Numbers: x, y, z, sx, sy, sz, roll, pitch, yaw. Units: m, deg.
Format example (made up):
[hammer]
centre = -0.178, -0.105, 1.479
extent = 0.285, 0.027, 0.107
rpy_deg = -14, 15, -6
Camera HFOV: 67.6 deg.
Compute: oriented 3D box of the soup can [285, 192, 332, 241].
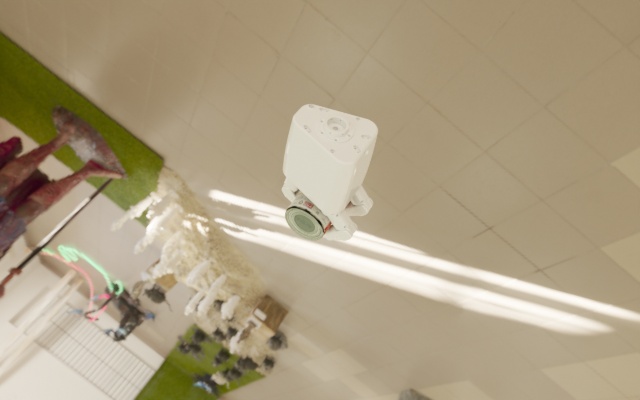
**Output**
[soup can]
centre = 0.000, 0.003, 0.721
extent = 0.068, 0.068, 0.102
rpy_deg = 0, 41, 40
